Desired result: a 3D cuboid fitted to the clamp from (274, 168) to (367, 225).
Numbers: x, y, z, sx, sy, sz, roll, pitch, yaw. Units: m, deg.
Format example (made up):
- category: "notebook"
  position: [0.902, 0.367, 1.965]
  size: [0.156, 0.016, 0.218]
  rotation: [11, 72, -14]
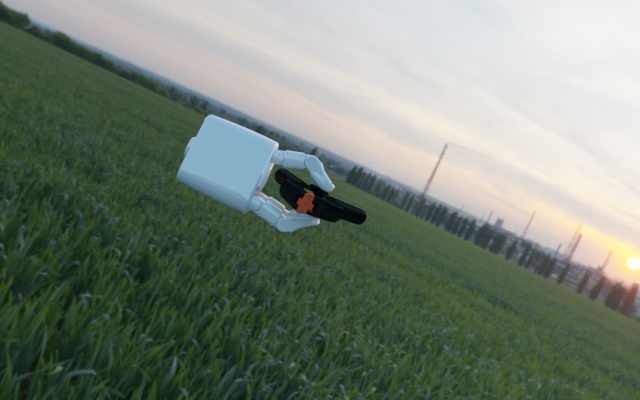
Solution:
- category: "clamp"
  position: [0.000, 0.001, 0.693]
  size: [0.164, 0.036, 0.210]
  rotation: [26, 5, -3]
